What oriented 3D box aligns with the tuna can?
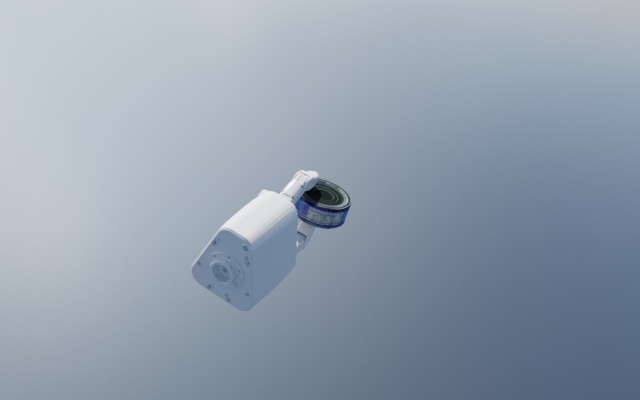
[{"bbox_3d":[0.000,0.002,0.690,0.086,0.034,0.086,15,29,-9],"label":"tuna can"}]
